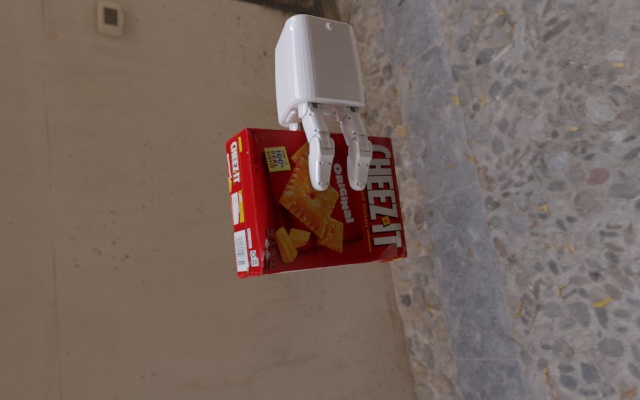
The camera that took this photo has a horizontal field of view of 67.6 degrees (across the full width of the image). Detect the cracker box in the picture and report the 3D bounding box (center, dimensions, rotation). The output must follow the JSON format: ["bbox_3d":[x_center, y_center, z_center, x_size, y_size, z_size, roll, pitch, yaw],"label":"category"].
[{"bbox_3d":[0.000,0.002,0.588,0.214,0.164,0.072,-2,-9,-33],"label":"cracker box"}]
